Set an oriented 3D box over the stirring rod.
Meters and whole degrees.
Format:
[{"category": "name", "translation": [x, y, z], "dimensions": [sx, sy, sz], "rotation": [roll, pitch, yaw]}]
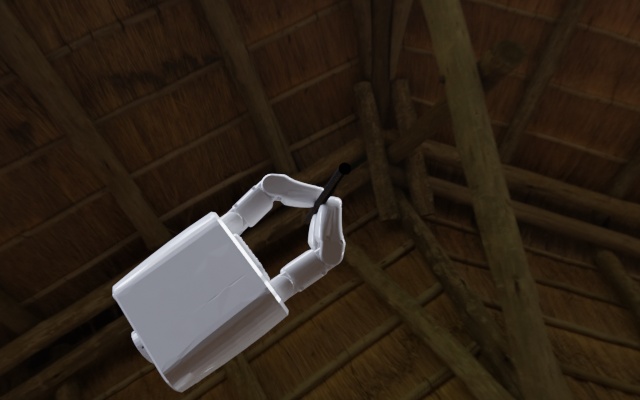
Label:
[{"category": "stirring rod", "translation": [0.000, 0.001, 0.417], "dimensions": [0.011, 0.011, 0.239], "rotation": [0, -10, -7]}]
